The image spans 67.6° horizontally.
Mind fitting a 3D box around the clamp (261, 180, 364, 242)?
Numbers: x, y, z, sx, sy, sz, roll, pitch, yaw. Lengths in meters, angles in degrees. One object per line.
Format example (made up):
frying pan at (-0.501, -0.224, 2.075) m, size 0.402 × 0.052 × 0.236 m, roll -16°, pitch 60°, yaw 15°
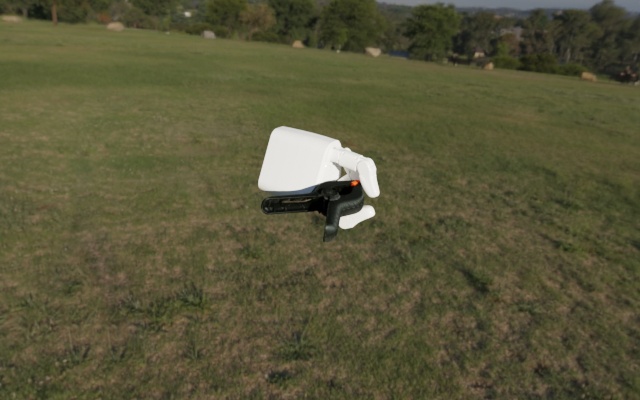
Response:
clamp at (0.000, 0.002, 0.686) m, size 0.120 × 0.039 × 0.171 m, roll 24°, pitch 27°, yaw 20°
